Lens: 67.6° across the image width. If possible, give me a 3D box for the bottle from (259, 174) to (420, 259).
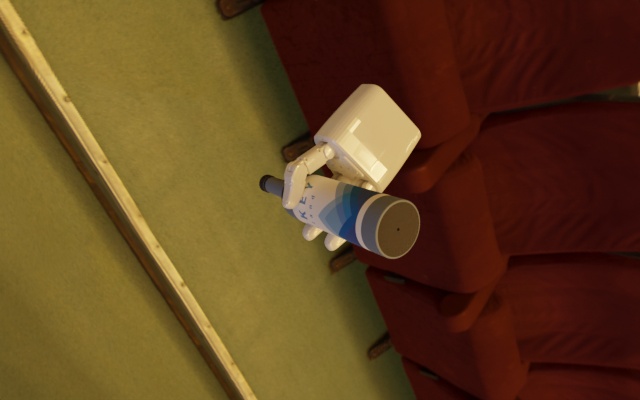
[{"bbox_3d":[0.000,0.002,0.632,0.069,0.069,0.295,0,12,-36],"label":"bottle"}]
